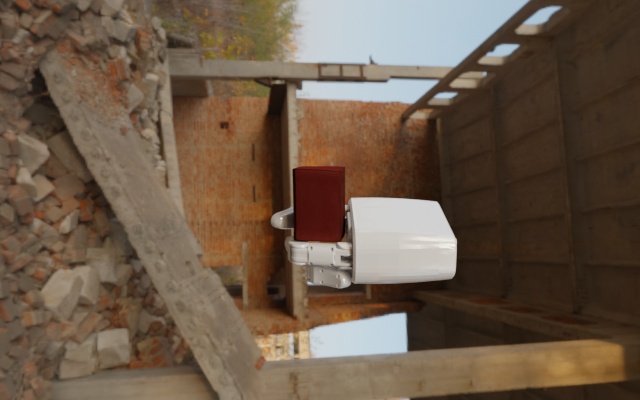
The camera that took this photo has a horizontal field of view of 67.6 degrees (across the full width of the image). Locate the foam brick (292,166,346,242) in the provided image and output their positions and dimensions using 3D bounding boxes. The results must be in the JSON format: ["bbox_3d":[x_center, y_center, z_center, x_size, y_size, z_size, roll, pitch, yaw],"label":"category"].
[{"bbox_3d":[0.000,0.001,0.521,0.051,0.078,0.053,1,9,9],"label":"foam brick"}]
